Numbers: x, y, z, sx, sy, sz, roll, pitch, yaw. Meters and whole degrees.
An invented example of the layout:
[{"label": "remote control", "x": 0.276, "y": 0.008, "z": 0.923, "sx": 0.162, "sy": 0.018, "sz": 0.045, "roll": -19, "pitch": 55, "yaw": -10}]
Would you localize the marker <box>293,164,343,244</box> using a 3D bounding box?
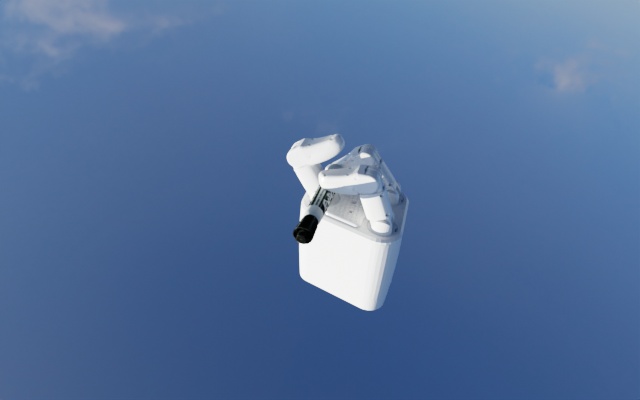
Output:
[{"label": "marker", "x": 0.000, "y": 0.001, "z": 0.458, "sx": 0.020, "sy": 0.020, "sz": 0.121, "roll": 0, "pitch": 33, "yaw": 19}]
